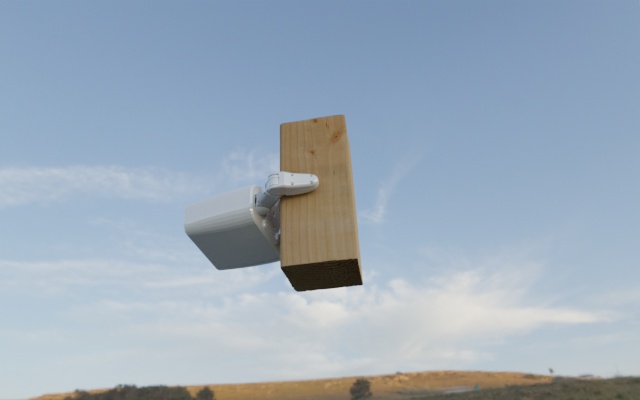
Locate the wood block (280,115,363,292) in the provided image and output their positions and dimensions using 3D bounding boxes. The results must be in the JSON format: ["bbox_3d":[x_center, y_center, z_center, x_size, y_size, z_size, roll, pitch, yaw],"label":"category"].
[{"bbox_3d":[0.000,0.002,0.618,0.090,0.206,0.091,-7,-30,7],"label":"wood block"}]
